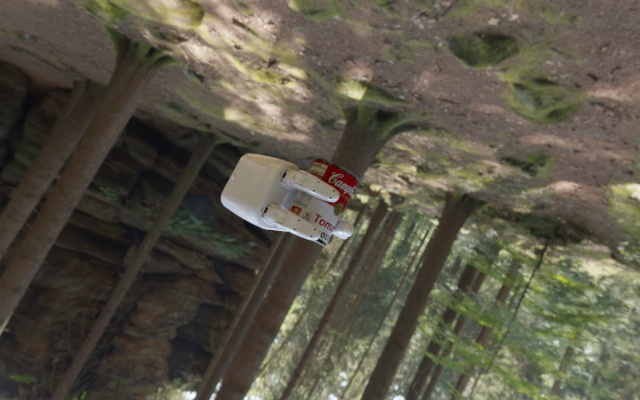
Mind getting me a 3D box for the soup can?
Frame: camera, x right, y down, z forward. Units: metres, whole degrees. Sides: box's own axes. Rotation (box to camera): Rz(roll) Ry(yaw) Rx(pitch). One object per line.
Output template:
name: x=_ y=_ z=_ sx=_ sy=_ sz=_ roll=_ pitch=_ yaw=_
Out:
soup can: x=0.000 y=0.003 z=0.650 sx=0.068 sy=0.102 sz=0.068 roll=27 pitch=-7 yaw=3
